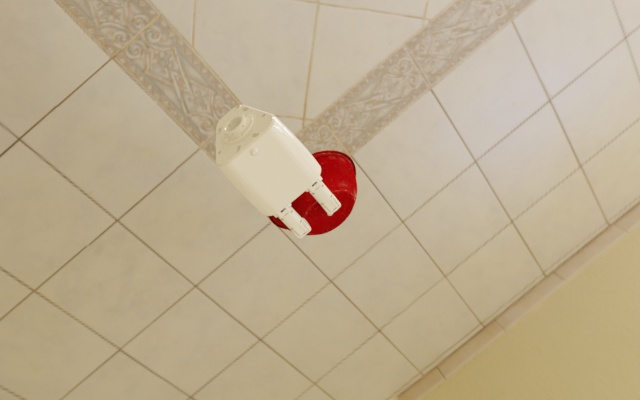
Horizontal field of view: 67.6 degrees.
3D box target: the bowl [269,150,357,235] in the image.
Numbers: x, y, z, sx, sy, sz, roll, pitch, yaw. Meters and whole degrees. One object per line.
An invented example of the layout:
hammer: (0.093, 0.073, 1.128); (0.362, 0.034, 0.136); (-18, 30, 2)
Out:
bowl: (0.001, 0.003, 0.745); (0.162, 0.162, 0.055); (0, 40, -40)
